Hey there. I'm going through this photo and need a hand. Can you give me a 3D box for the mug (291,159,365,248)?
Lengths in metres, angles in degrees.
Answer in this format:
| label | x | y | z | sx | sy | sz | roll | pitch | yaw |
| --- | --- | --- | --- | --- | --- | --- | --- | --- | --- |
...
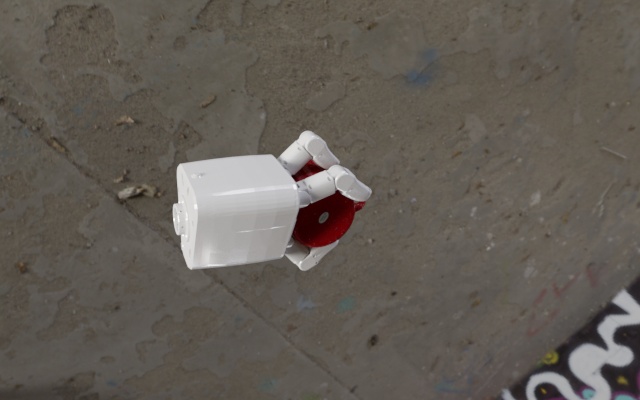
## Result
| label | x | y | z | sx | sy | sz | roll | pitch | yaw |
| --- | --- | --- | --- | --- | --- | --- | --- | --- | --- |
| mug | 0.001 | 0.002 | 0.579 | 0.117 | 0.093 | 0.081 | -4 | 31 | -26 |
